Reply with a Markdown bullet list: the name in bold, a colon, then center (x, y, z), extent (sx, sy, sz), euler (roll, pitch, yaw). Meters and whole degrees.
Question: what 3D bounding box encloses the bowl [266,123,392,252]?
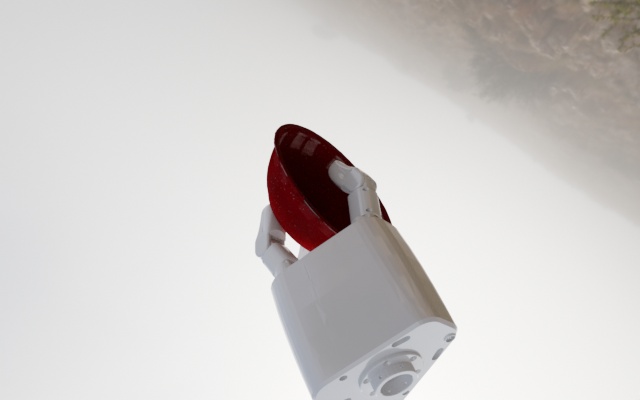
- **bowl**: center (0.000, 0.001, 0.476), extent (0.055, 0.162, 0.162), euler (-41, -20, 24)
